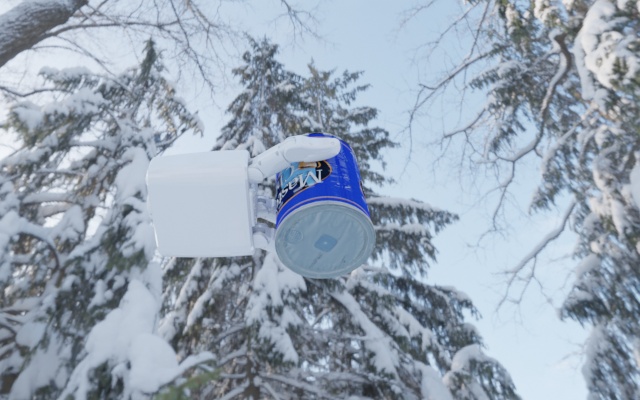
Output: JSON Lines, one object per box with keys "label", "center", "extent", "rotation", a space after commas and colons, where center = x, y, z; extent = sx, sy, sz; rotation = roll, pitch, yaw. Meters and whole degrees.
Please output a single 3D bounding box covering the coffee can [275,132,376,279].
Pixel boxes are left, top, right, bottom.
{"label": "coffee can", "center": [0.000, 0.002, 0.537], "extent": [0.103, 0.103, 0.140], "rotation": [0, 38, -5]}
